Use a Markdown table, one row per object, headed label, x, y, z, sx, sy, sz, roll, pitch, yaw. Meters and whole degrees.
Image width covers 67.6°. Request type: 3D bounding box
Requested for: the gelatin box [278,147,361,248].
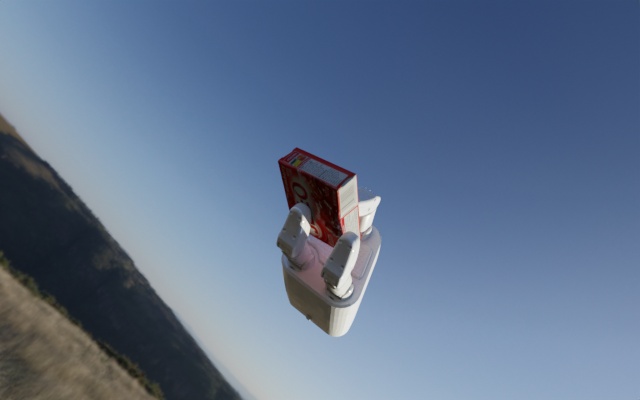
| label | x | y | z | sx | sy | sz | roll | pitch | yaw |
| --- | --- | --- | --- | --- | --- | --- | --- | --- | --- |
| gelatin box | 0.000 | 0.001 | 0.459 | 0.073 | 0.089 | 0.030 | 28 | 54 | 32 |
